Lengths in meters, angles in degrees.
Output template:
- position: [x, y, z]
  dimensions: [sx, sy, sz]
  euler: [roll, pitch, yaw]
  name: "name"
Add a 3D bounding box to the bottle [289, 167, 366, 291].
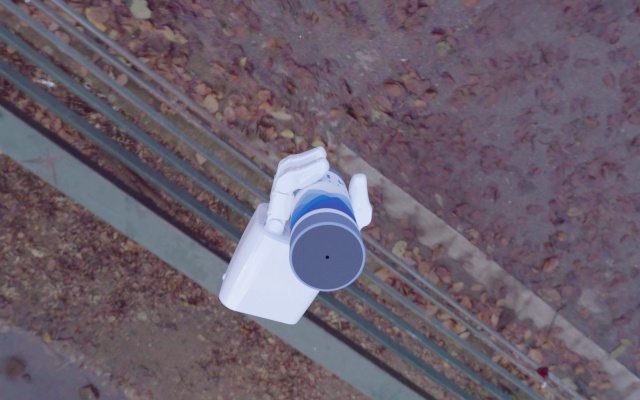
- position: [0.000, 0.002, 0.550]
  dimensions: [0.069, 0.069, 0.295]
  euler: [0, 19, -2]
  name: "bottle"
